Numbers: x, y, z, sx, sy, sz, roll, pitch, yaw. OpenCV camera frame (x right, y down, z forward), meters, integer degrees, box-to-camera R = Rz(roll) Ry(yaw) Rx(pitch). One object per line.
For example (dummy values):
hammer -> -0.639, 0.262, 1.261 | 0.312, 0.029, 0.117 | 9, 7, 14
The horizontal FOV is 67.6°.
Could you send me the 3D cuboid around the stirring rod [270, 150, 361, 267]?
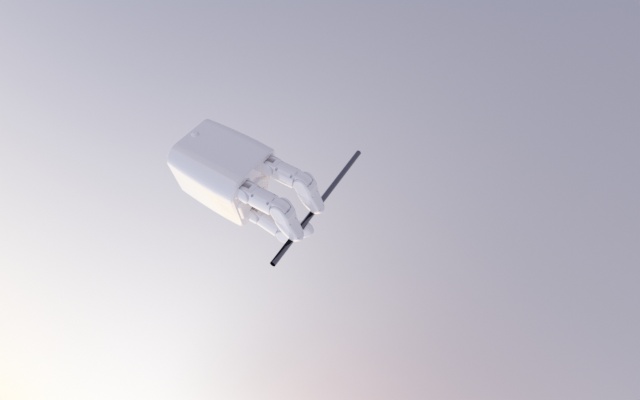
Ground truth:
stirring rod -> 0.000, 0.002, 0.648 | 0.011, 0.011, 0.239 | 0, 38, 38
